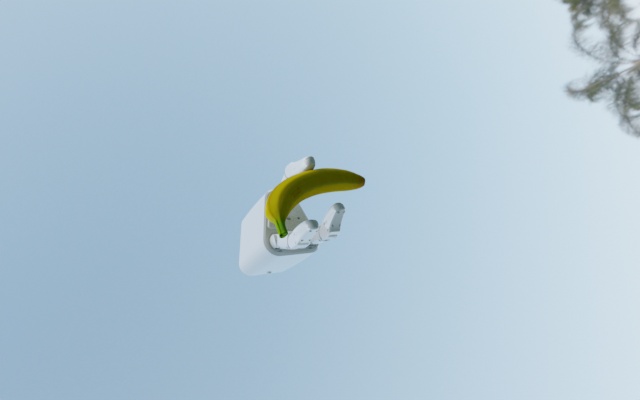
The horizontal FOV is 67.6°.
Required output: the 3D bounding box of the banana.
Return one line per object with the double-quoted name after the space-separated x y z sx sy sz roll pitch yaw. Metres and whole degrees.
-0.014 -0.010 0.663 0.197 0.069 0.037 -33 -12 -44 "banana"
